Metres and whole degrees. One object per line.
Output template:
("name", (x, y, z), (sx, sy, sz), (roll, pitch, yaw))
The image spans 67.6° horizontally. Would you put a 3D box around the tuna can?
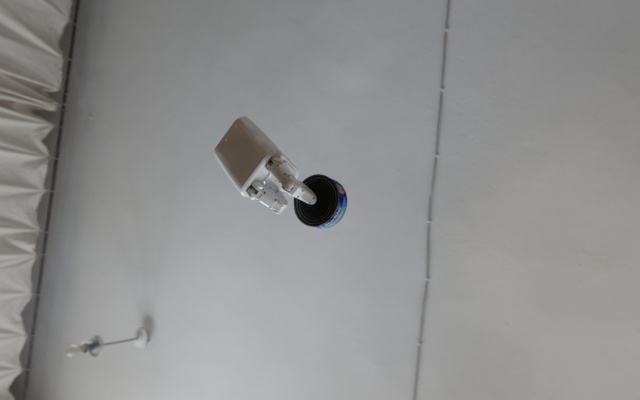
("tuna can", (0.000, 0.003, 0.777), (0.086, 0.086, 0.034), (0, -10, 33))
